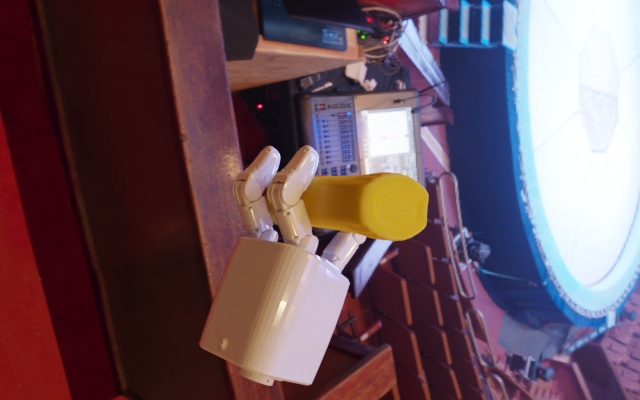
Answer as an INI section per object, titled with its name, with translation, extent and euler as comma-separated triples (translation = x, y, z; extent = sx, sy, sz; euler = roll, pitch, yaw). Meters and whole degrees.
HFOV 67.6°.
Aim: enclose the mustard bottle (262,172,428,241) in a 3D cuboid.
[mustard bottle]
translation = 0.000, 0.001, 0.464
extent = 0.096, 0.058, 0.191
euler = 3, 1, -45
